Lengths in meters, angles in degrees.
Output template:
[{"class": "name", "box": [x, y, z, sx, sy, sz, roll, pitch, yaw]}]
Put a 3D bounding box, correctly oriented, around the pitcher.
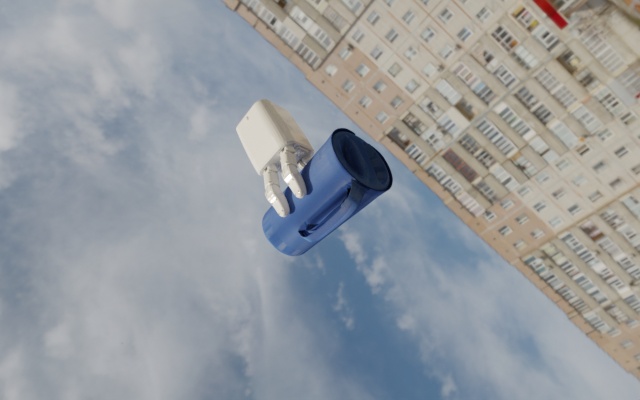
[{"class": "pitcher", "box": [0.000, 0.003, 0.843, 0.149, 0.145, 0.243, -10, -28, -51]}]
